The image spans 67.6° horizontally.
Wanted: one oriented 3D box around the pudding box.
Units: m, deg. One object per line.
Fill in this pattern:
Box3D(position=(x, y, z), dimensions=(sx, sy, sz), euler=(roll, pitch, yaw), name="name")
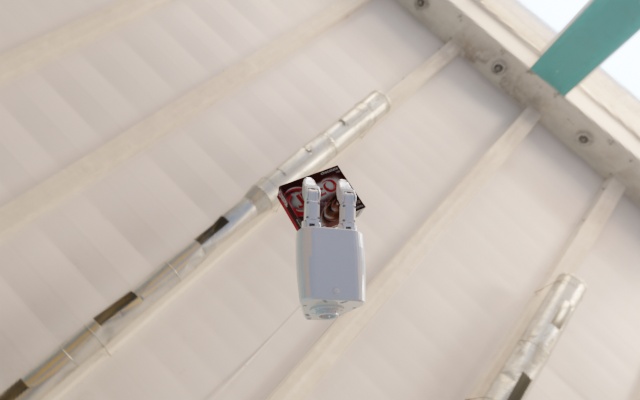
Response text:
Box3D(position=(0.000, 0.003, 0.757), dimensions=(0.113, 0.090, 0.039), euler=(-21, -24, -27), name="pudding box")
